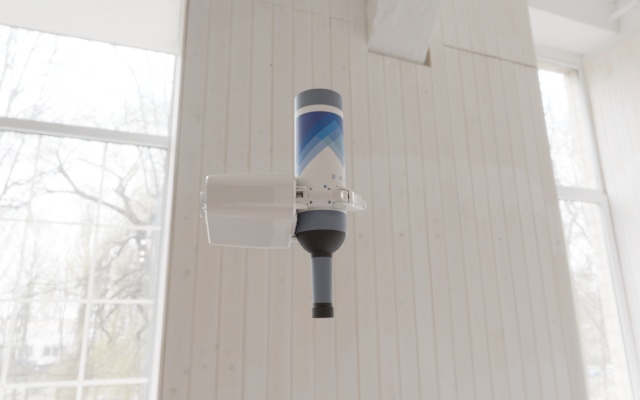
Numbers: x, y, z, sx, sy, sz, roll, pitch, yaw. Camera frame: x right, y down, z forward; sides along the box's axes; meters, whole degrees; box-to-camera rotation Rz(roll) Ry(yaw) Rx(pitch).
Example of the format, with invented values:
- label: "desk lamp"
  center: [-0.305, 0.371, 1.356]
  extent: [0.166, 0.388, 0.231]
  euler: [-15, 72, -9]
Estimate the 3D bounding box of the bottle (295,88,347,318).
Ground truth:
- label: "bottle"
  center: [0.000, 0.002, 0.623]
  extent: [0.069, 0.295, 0.069]
  euler: [-1, -15, 0]
